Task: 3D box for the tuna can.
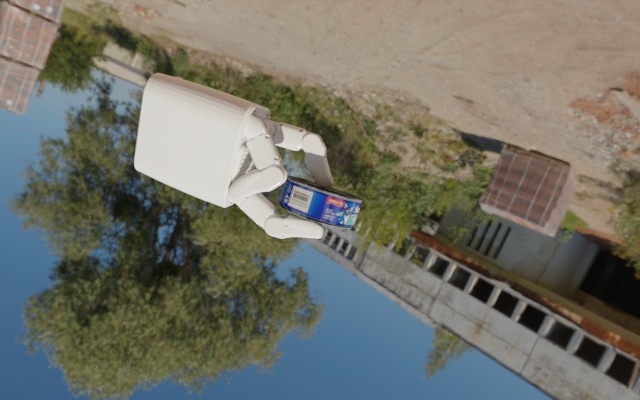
[{"bbox_3d":[0.000,0.002,0.515,0.086,0.034,0.086,17,5,-2],"label":"tuna can"}]
